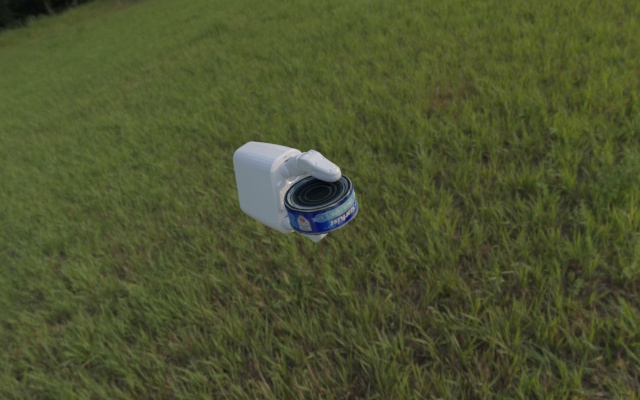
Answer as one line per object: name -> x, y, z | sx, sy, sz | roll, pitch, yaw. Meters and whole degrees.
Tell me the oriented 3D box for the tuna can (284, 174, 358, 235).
tuna can -> 0.000, 0.001, 0.570 | 0.086, 0.034, 0.086 | -11, 32, 7
